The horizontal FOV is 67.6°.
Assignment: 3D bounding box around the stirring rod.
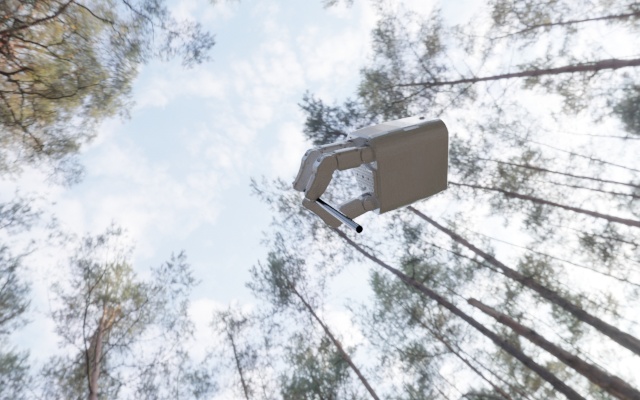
[{"bbox_3d":[0.000,0.002,0.569,0.011,0.011,0.239,0,12,-19],"label":"stirring rod"}]
